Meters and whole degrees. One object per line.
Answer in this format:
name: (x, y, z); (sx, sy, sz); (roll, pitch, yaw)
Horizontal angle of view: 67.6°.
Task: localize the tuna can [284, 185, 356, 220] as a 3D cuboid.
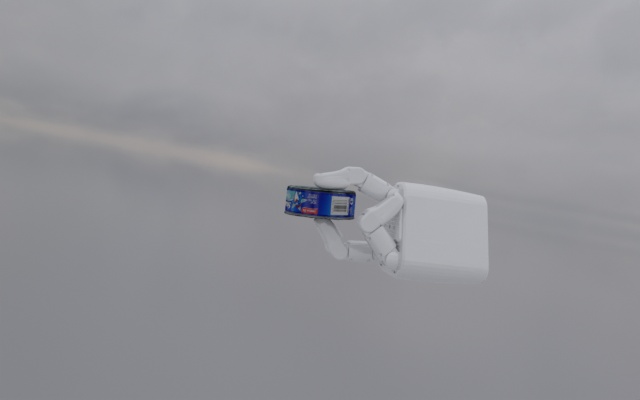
tuna can: (0.000, 0.001, 0.579); (0.086, 0.034, 0.086); (5, 3, 0)
